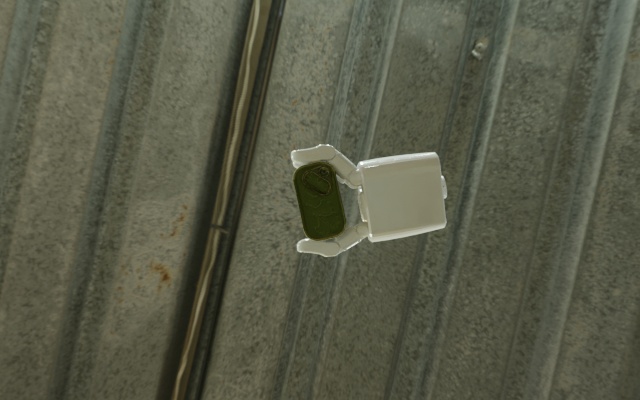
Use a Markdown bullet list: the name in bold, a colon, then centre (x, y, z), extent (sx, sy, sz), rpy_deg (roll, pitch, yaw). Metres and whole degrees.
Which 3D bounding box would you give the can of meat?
- **can of meat**: centre (0.000, 0.002, 0.664), extent (0.057, 0.102, 0.084), rpy_deg (-13, -2, 1)
